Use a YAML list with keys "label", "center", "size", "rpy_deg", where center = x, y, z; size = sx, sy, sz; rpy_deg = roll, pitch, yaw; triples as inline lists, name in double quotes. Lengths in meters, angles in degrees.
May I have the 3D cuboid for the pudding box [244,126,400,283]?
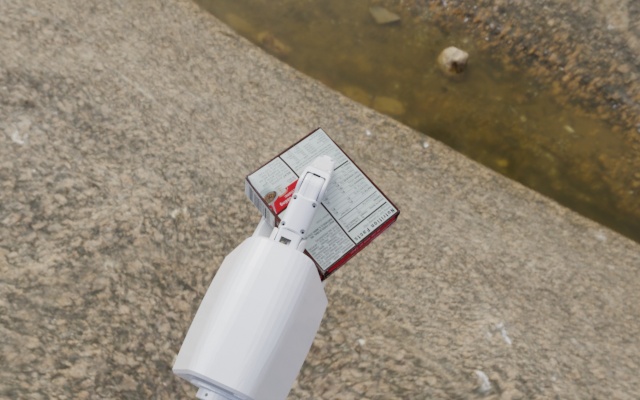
- label: "pudding box"
  center: [0.000, 0.001, 0.425]
  size: [0.090, 0.113, 0.039]
  rpy_deg: [-36, -14, -19]
